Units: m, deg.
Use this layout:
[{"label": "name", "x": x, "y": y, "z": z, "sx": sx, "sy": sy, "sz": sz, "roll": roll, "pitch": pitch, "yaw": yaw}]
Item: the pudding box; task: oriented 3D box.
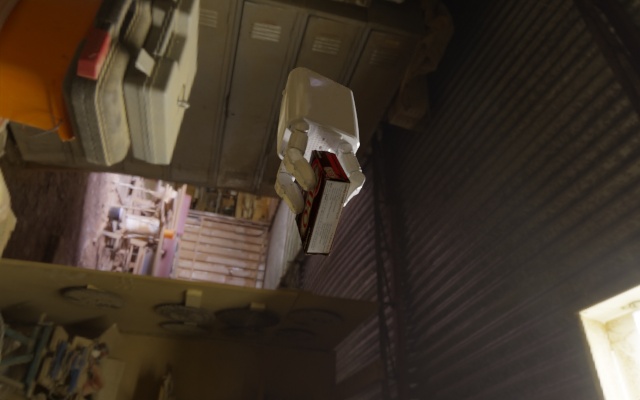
[{"label": "pudding box", "x": 0.000, "y": 0.002, "z": 0.626, "sx": 0.039, "sy": 0.113, "sz": 0.090, "roll": 6, "pitch": 27, "yaw": -14}]
